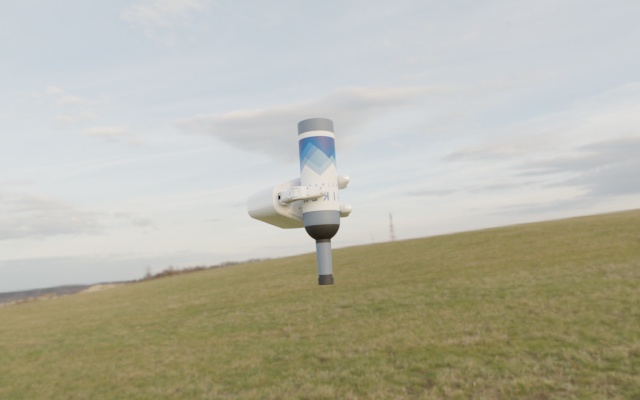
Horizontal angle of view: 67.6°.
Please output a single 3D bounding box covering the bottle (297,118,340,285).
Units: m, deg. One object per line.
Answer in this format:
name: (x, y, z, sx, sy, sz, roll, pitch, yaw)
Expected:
bottle: (0.000, 0.003, 0.861, 0.069, 0.295, 0.069, -4, -8, -1)
